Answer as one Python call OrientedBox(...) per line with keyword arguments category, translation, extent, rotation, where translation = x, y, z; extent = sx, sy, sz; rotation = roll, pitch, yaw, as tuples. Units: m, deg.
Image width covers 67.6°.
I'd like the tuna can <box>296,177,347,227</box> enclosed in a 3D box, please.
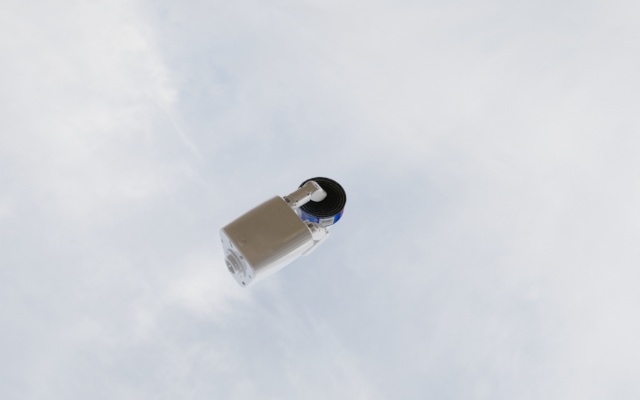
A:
OrientedBox(category="tuna can", translation=(0.000, 0.003, 0.813), extent=(0.086, 0.086, 0.034), rotation=(0, -36, -6))
